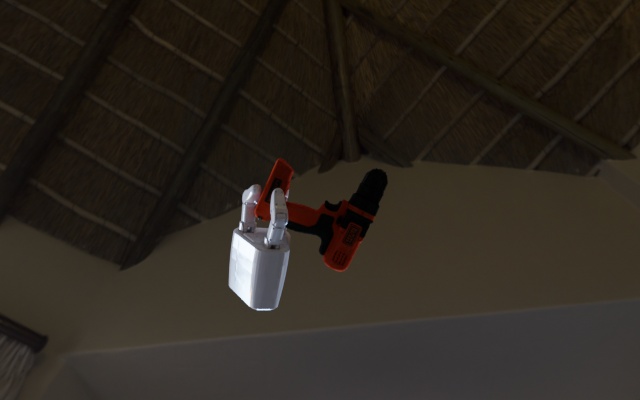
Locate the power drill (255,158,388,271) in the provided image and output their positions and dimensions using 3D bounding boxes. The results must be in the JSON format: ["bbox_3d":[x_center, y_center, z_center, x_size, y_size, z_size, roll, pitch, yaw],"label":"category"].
[{"bbox_3d":[0.000,0.003,0.789,0.187,0.184,0.057,26,1,-3],"label":"power drill"}]
